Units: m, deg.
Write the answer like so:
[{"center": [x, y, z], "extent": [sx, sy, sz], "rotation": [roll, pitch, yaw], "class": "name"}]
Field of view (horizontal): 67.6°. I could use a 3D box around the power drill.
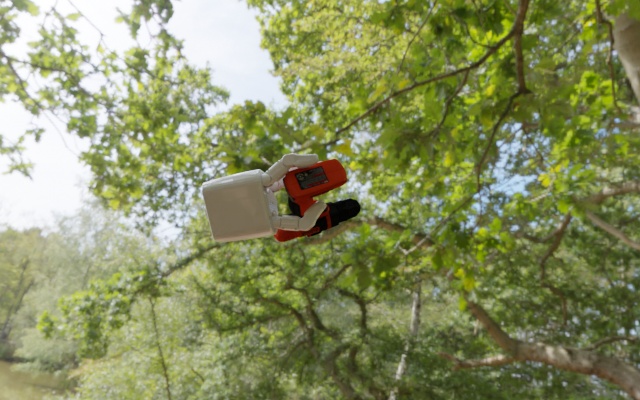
[{"center": [0.000, 0.003, 0.883], "extent": [0.184, 0.057, 0.188], "rotation": [-19, -28, -16], "class": "power drill"}]
